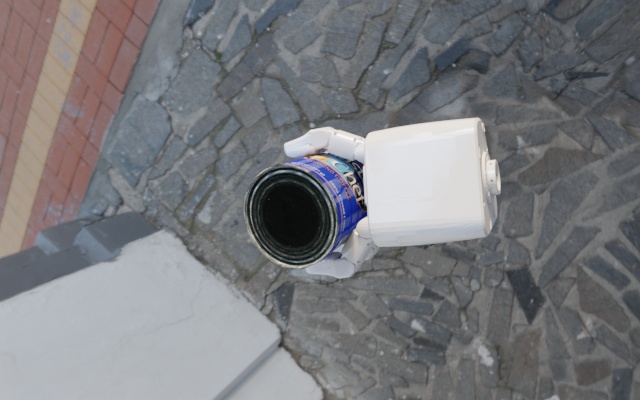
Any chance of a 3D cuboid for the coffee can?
[{"bbox_3d":[0.000,0.002,0.511,0.103,0.103,0.140,0,12,26],"label":"coffee can"}]
